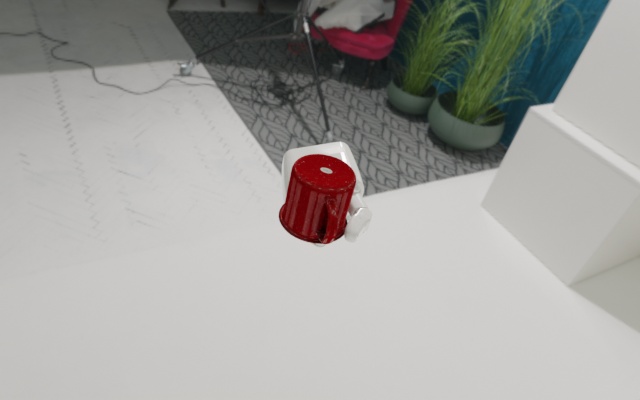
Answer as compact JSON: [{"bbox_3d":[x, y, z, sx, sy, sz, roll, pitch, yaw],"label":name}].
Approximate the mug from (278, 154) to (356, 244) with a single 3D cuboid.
[{"bbox_3d":[0.000,0.003,0.598,0.093,0.082,0.117,3,39,-15],"label":"mug"}]
